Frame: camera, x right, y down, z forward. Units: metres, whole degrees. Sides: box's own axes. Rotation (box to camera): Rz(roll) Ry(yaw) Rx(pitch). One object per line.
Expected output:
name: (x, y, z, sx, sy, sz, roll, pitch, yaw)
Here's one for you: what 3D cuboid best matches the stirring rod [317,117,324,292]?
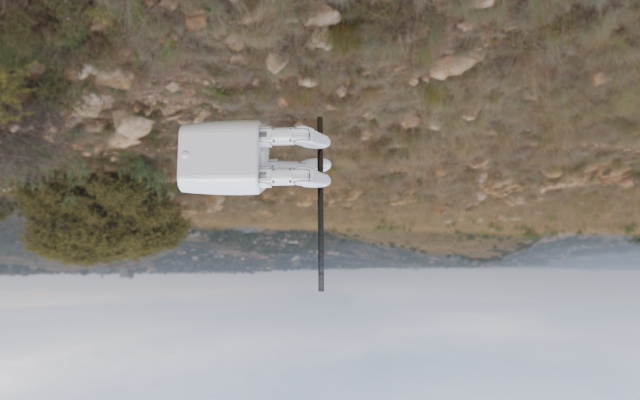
stirring rod: (0.000, 0.002, 0.653, 0.011, 0.239, 0.011, 0, -9, 0)
